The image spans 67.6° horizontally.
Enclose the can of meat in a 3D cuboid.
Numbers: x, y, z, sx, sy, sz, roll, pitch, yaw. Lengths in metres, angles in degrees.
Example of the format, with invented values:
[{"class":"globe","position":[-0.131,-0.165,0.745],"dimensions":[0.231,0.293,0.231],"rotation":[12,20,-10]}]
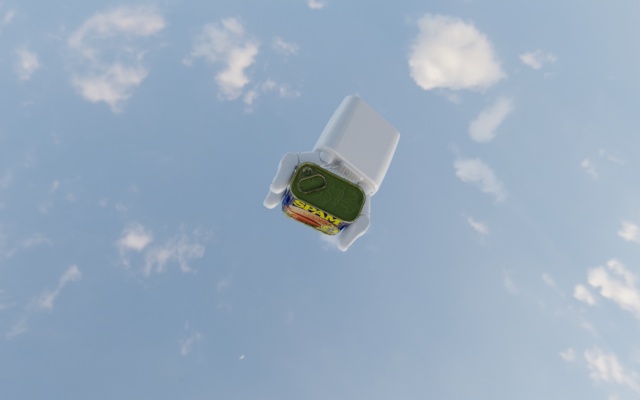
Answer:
[{"class":"can of meat","position":[0.000,0.002,0.665],"dimensions":[0.102,0.057,0.084],"rotation":[26,-24,-6]}]
